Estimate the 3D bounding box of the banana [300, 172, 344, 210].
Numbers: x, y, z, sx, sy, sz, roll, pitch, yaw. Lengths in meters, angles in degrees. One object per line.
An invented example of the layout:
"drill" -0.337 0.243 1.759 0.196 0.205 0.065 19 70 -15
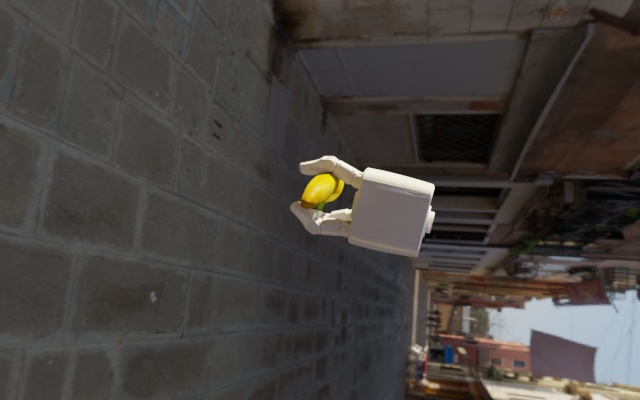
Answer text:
"banana" 0.008 -0.014 0.750 0.037 0.069 0.198 24 1 9
